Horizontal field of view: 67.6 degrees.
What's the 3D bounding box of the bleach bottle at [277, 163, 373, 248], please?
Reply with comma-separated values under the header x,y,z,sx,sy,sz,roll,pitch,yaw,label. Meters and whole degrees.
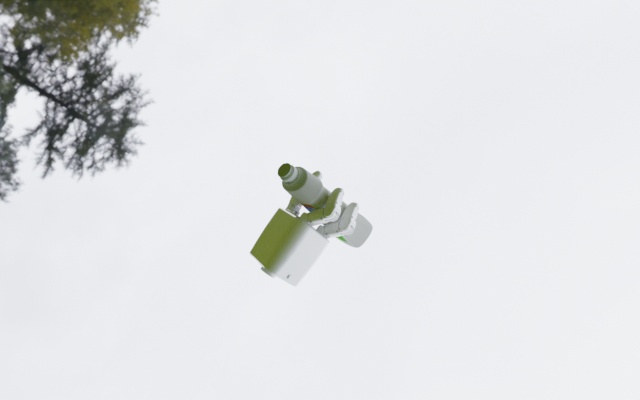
x,y,z,sx,sy,sz,roll,pitch,yaw,label
0.000,0.003,0.893,0.102,0.068,0.251,30,-8,44,bleach bottle
